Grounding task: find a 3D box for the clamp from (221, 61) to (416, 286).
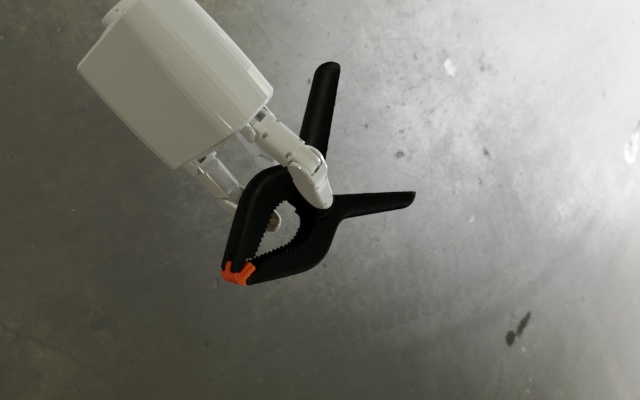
[{"bbox_3d":[0.000,0.002,0.423,0.165,0.210,0.036,48,-27,-23],"label":"clamp"}]
